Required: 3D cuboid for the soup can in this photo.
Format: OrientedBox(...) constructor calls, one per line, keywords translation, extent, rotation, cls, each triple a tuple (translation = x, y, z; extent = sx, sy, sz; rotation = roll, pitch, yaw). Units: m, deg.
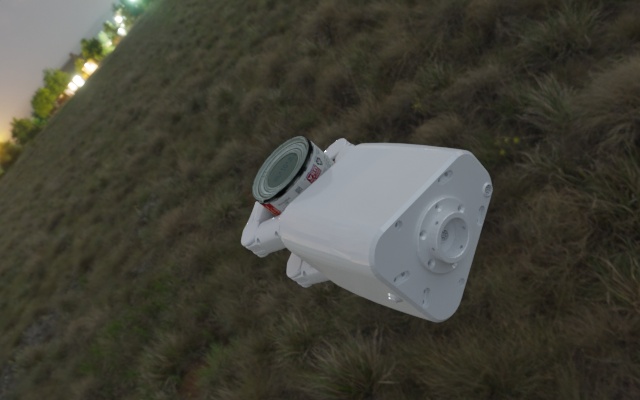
OrientedBox(translation=(0.000, 0.001, 0.414), extent=(0.102, 0.068, 0.068), rotation=(40, -23, -30), cls="soup can")
